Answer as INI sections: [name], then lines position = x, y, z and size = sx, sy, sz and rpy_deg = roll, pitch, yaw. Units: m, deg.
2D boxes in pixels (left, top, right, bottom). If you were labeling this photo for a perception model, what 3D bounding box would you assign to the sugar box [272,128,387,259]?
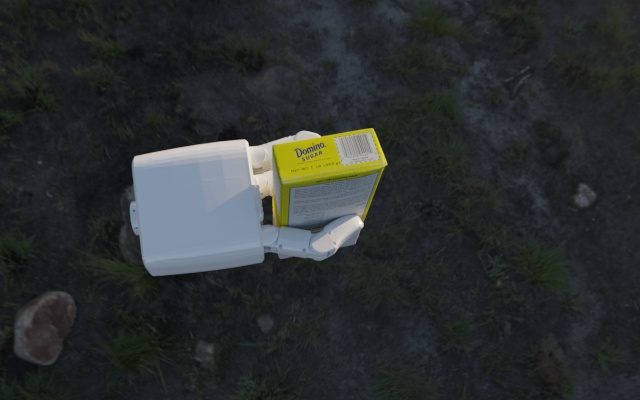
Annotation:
[sugar box]
position = 0.000, 0.001, 0.473
size = 0.093, 0.048, 0.176
rpy_deg = -10, -23, -11
